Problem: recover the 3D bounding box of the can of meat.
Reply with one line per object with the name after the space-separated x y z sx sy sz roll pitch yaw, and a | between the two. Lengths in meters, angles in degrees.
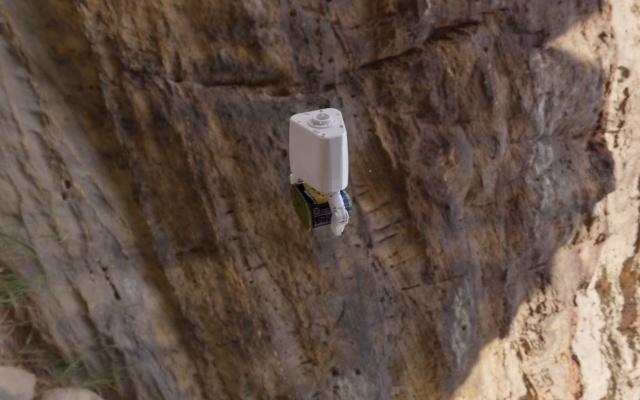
0.000 0.003 0.873 0.084 0.057 0.102 -14 36 -17 | can of meat
